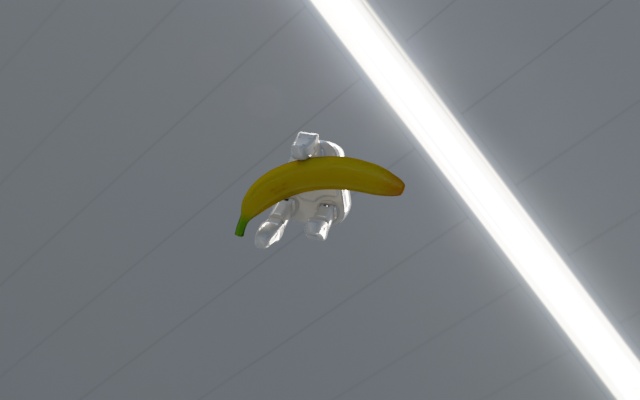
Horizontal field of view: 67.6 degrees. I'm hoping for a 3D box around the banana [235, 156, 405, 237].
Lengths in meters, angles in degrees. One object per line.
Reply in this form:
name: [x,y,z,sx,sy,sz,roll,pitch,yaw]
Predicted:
banana: [-0.008,-0.015,0.537,0.198,0.069,0.037,-15,-4,11]
